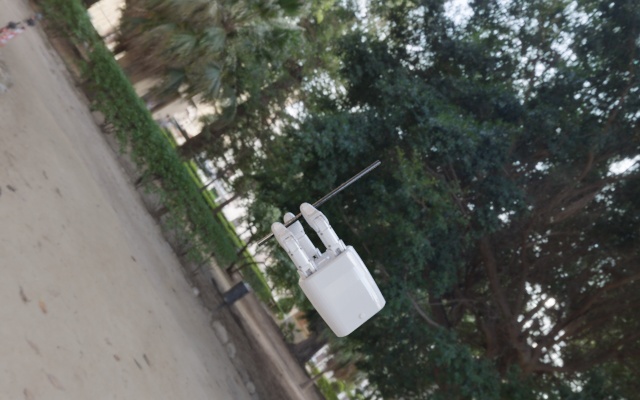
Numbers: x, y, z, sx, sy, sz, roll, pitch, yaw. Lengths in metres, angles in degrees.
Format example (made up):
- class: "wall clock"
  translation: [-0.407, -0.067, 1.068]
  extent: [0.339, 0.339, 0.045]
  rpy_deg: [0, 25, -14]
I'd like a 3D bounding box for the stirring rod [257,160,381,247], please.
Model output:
- class: "stirring rod"
  translation: [0.000, 0.003, 0.765]
  extent: [0.239, 0.011, 0.011]
  rpy_deg: [-34, 8, -12]
